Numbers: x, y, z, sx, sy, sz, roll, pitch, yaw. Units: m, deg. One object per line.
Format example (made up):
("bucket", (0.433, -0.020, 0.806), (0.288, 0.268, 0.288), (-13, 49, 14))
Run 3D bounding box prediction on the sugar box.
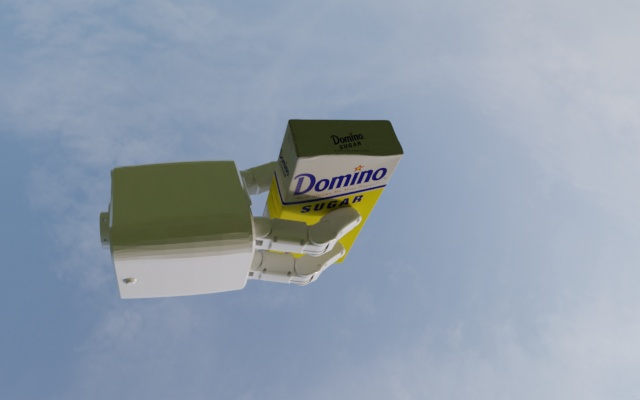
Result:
("sugar box", (0.000, 0.002, 0.444), (0.093, 0.048, 0.176), (-3, -33, -19))
